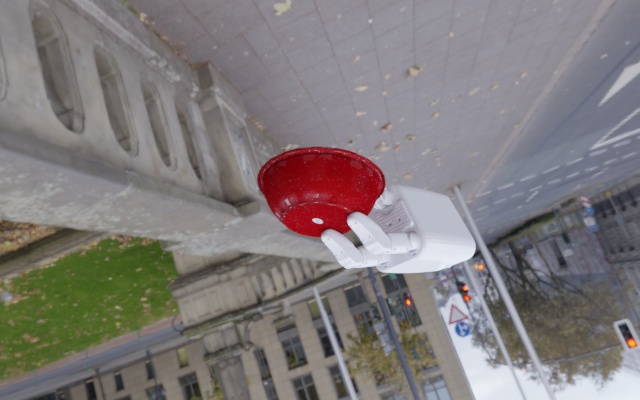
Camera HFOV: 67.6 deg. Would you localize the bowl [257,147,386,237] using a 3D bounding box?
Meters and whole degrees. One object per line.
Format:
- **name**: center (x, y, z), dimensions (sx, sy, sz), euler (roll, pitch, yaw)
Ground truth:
- **bowl**: center (-0.001, 0.002, 0.590), dimensions (0.162, 0.055, 0.162), euler (2, -30, 1)
